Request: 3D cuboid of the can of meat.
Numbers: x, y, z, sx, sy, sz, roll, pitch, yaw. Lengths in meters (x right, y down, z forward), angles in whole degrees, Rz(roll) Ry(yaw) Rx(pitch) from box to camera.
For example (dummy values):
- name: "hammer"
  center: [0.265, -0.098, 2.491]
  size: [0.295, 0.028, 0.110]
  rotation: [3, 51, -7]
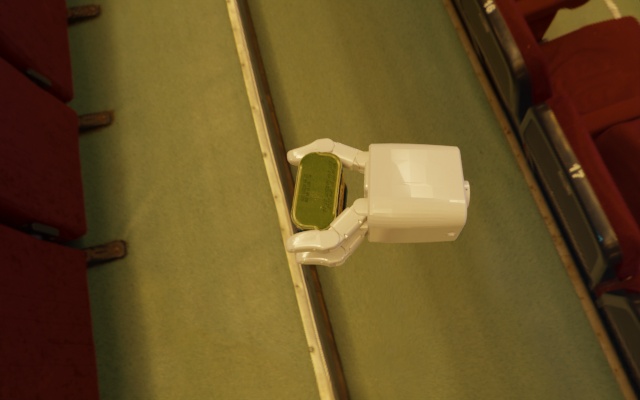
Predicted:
- name: "can of meat"
  center: [0.000, 0.002, 0.577]
  size: [0.057, 0.102, 0.084]
  rotation: [4, -20, 7]
